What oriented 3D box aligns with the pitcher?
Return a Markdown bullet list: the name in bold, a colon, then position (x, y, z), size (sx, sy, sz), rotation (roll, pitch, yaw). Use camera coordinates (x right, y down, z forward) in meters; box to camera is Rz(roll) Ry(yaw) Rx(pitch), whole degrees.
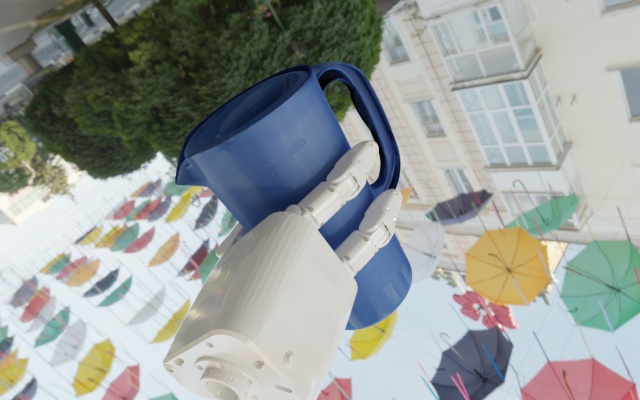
- **pitcher**: position (0.000, 0.002, 0.452), size (0.149, 0.243, 0.145), rotation (-15, 32, 34)
